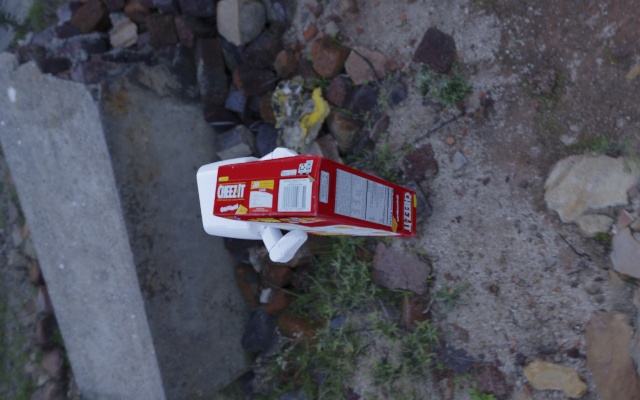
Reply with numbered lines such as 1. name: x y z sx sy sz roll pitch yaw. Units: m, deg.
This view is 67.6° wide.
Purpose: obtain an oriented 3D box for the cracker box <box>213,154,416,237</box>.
1. cracker box: 0.000 0.002 0.606 0.164 0.072 0.214 -2 -10 39
